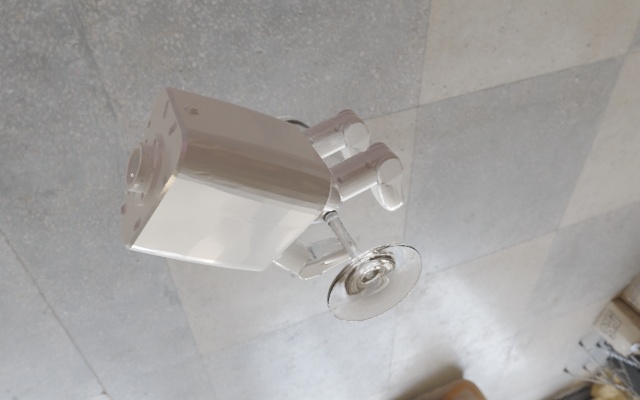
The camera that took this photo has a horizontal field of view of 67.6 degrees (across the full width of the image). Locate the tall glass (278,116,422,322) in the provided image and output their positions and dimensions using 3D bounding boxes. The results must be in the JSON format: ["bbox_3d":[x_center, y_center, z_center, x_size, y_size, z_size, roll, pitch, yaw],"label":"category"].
[{"bbox_3d":[0.000,0.002,0.403,0.079,0.079,0.201,0,35,-28],"label":"tall glass"}]
